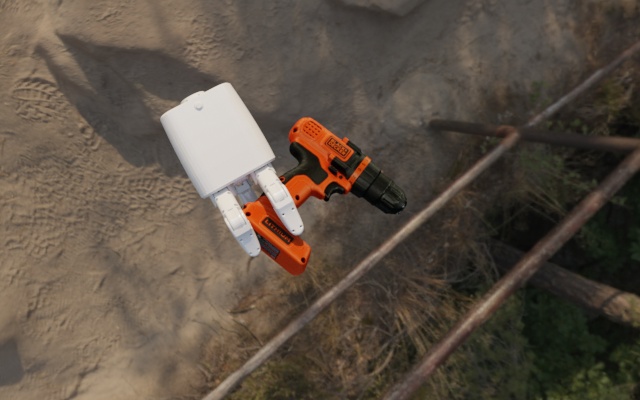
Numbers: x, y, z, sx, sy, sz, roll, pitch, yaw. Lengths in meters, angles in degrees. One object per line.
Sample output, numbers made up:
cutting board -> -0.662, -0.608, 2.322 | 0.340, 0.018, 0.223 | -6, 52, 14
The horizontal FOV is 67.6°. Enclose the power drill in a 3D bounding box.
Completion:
power drill -> 0.000, 0.002, 0.610 | 0.184, 0.187, 0.057 | 37, -29, 5
